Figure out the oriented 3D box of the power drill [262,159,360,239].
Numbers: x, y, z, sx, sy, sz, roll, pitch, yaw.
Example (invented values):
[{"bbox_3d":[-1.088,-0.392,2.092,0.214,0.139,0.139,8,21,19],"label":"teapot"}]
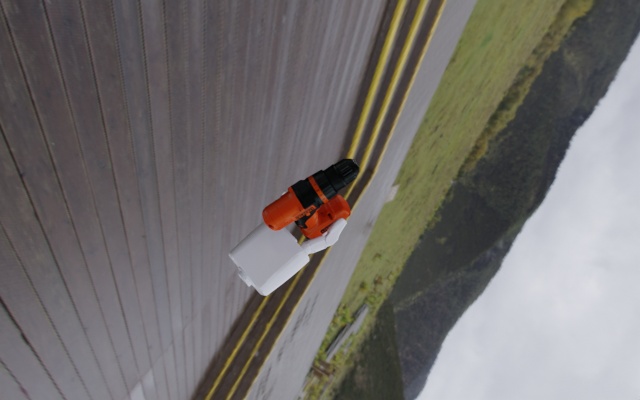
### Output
[{"bbox_3d":[0.000,0.003,0.866,0.184,0.057,0.188,-31,-20,5],"label":"power drill"}]
